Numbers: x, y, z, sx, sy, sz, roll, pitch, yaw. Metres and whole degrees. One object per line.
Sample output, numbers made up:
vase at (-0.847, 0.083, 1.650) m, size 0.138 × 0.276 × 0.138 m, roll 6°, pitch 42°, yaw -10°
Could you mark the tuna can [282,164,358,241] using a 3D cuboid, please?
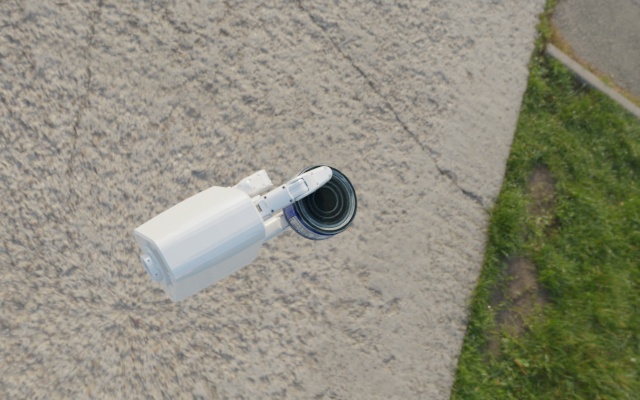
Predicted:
tuna can at (0.000, 0.002, 0.557) m, size 0.086 × 0.086 × 0.034 m, roll 0°, pitch -15°, yaw -27°
